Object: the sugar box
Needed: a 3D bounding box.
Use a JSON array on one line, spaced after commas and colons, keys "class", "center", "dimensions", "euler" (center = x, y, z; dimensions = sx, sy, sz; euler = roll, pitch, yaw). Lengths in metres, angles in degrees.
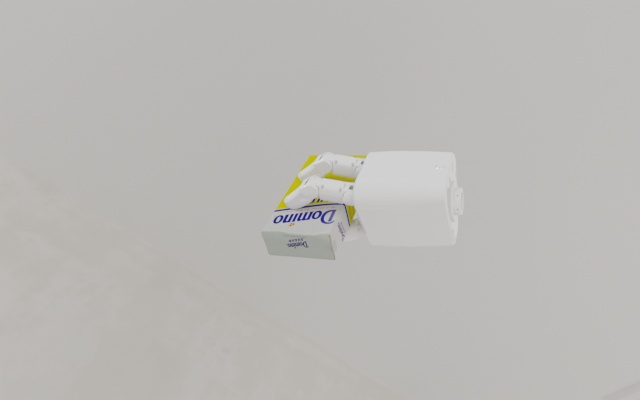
[{"class": "sugar box", "center": [0.000, 0.002, 0.637], "dimensions": [0.093, 0.048, 0.176], "euler": [1, 36, 22]}]
